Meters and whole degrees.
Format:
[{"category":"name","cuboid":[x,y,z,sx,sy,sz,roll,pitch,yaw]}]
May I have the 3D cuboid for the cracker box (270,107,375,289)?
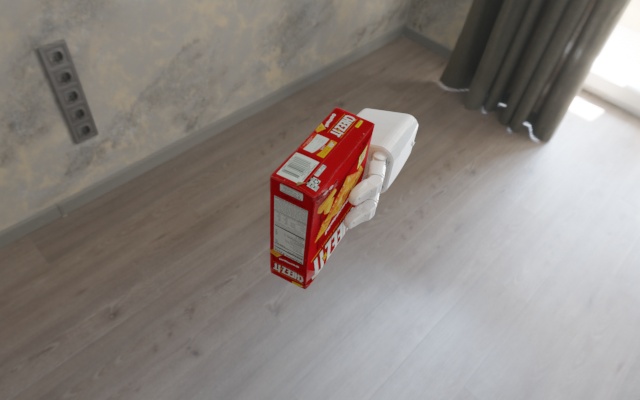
[{"category":"cracker box","cuboid":[0.000,0.002,0.682,0.072,0.214,0.164,26,52,16]}]
